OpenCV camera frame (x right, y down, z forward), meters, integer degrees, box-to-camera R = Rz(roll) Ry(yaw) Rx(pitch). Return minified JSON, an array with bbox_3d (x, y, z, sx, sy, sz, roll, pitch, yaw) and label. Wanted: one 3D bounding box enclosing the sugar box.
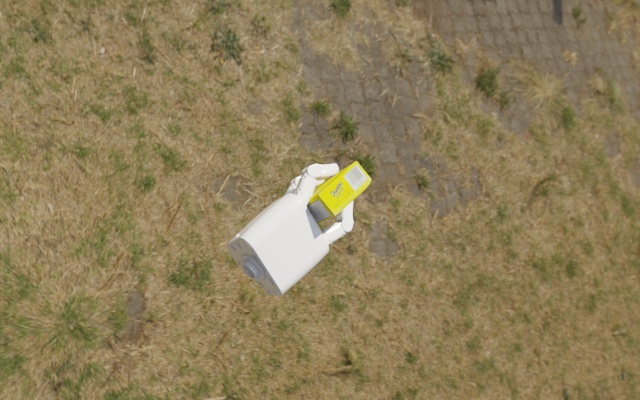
[{"bbox_3d":[0.000,0.002,0.772,0.093,0.048,0.176,-41,8,-30],"label":"sugar box"}]
